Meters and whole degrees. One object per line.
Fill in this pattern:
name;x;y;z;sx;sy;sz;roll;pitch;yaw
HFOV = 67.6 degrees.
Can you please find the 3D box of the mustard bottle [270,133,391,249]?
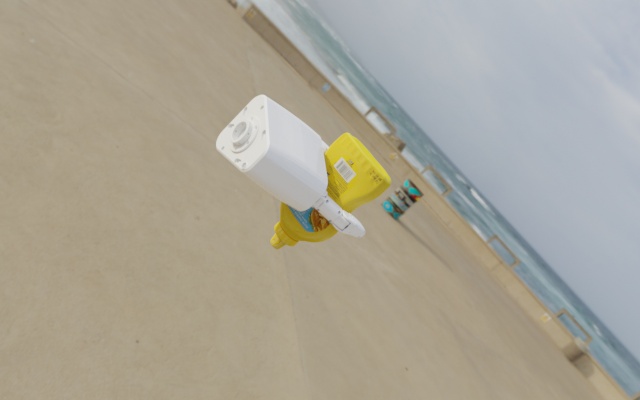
mustard bottle;0.000;0.002;0.673;0.192;0.096;0.058;-43;-22;14
